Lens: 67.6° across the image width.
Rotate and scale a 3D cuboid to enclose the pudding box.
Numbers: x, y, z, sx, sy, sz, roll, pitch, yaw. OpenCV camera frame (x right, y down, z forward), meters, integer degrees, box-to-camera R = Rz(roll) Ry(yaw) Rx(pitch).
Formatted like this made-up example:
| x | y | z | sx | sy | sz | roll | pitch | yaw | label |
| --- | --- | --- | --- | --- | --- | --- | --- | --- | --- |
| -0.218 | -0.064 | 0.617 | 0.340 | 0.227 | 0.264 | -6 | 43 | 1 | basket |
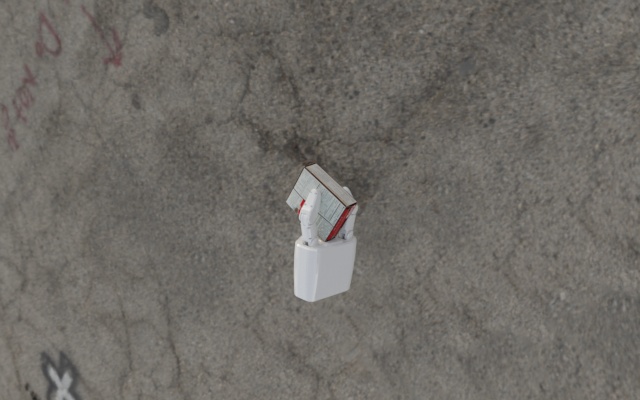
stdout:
| x | y | z | sx | sy | sz | roll | pitch | yaw | label |
| --- | --- | --- | --- | --- | --- | --- | --- | --- | --- |
| 0.000 | 0.003 | 0.842 | 0.113 | 0.090 | 0.039 | 44 | 35 | 18 | pudding box |
